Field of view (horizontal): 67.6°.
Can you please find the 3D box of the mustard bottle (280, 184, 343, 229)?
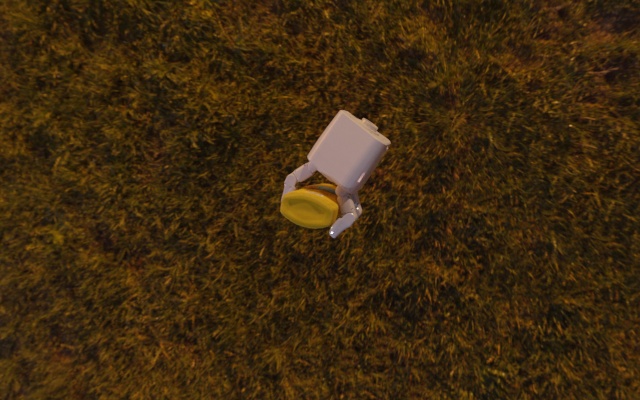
[{"bbox_3d":[0.000,0.003,0.891,0.096,0.058,0.191,14,12,13],"label":"mustard bottle"}]
